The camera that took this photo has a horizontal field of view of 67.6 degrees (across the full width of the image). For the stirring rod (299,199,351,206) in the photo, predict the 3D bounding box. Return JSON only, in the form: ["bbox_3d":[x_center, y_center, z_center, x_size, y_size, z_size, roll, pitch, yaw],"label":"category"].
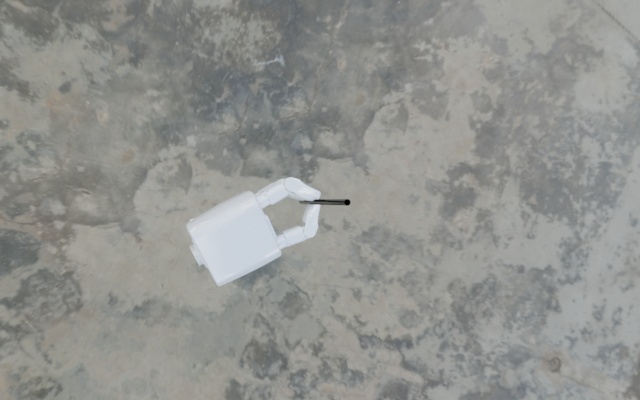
[{"bbox_3d":[0.000,0.002,0.688,0.011,0.011,0.239,0,0,-16],"label":"stirring rod"}]
